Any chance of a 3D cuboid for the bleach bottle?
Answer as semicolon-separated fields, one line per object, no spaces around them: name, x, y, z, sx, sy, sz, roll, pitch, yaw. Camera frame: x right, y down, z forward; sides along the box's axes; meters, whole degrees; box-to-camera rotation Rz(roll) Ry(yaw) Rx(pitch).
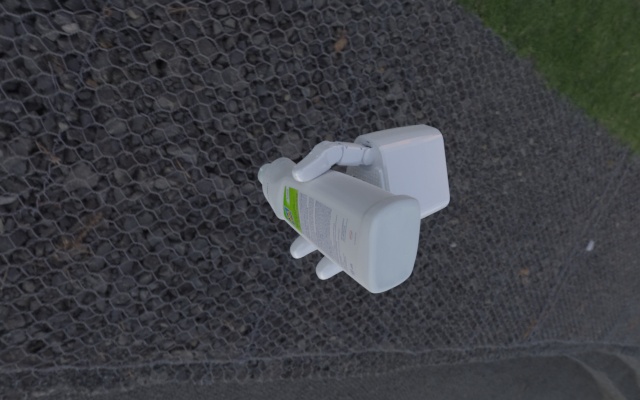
bleach bottle;0.000;0.002;0.546;0.068;0.103;0.250;-17;31;-31
